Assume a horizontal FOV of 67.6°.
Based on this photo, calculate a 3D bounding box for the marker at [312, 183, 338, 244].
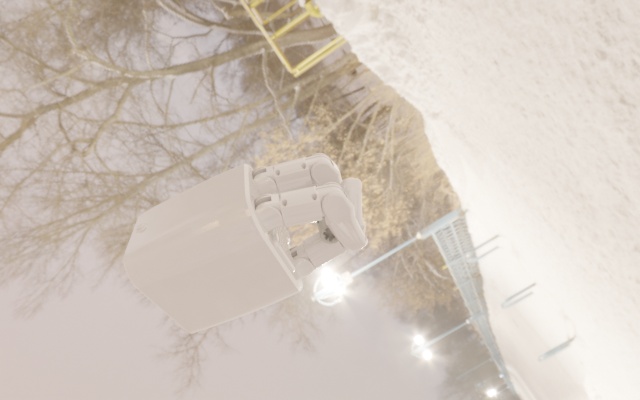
[{"bbox_3d":[0.000,0.001,0.437,0.020,0.020,0.121,0,26,-9],"label":"marker"}]
